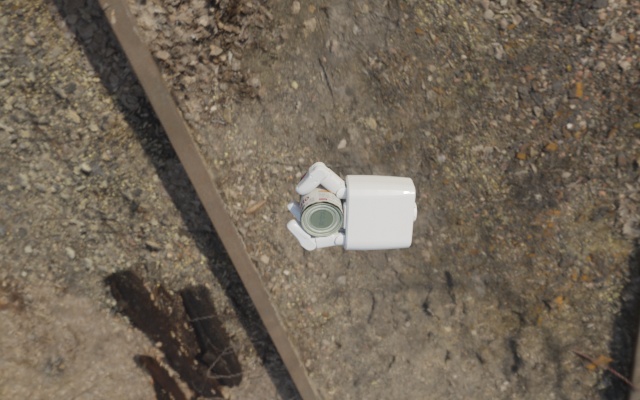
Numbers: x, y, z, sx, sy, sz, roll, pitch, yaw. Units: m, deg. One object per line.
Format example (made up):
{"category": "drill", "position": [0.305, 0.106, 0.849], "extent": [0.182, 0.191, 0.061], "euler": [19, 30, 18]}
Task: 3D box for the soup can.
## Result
{"category": "soup can", "position": [0.000, 0.003, 0.764], "extent": [0.068, 0.068, 0.102], "euler": [0, 34, -3]}
